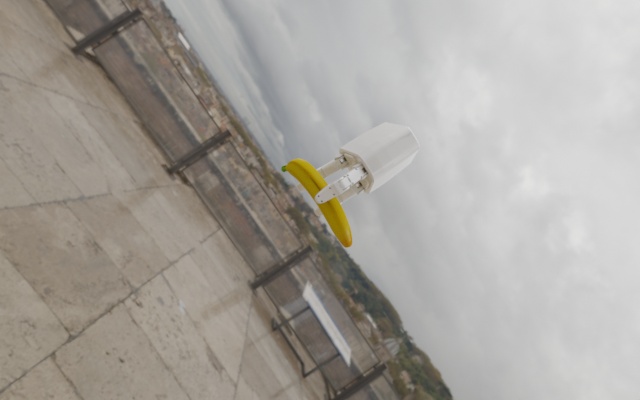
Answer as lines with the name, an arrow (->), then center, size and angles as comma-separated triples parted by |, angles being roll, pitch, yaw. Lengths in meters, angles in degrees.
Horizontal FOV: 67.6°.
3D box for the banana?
banana -> -0.001, -0.008, 0.830 | 0.037, 0.197, 0.070 | -32, -19, -16
